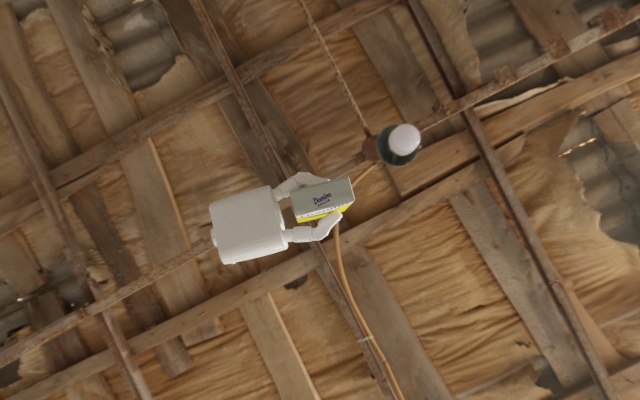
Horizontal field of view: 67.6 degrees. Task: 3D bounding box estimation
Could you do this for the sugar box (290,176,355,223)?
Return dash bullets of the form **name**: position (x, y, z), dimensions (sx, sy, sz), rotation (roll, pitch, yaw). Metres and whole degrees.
- **sugar box**: position (0.000, 0.003, 0.787), dimensions (0.093, 0.048, 0.176), rotation (-15, -3, -3)
